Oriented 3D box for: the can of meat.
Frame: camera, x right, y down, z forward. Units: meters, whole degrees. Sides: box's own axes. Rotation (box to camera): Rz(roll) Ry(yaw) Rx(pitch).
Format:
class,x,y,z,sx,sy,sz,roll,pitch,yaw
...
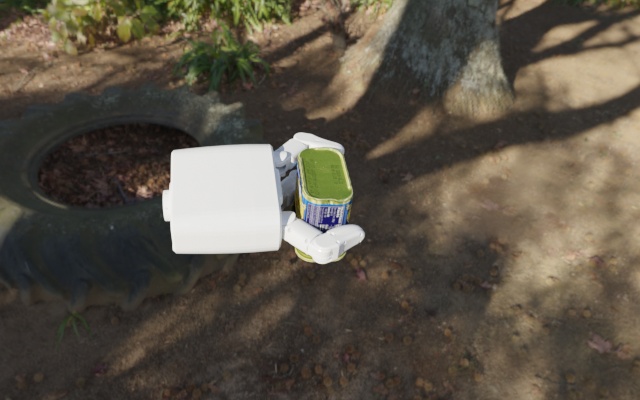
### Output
class,x,y,z,sx,sy,sz,roll,pitch,yaw
can of meat,0.000,0.002,0.524,0.057,0.084,0.102,0,39,-9
